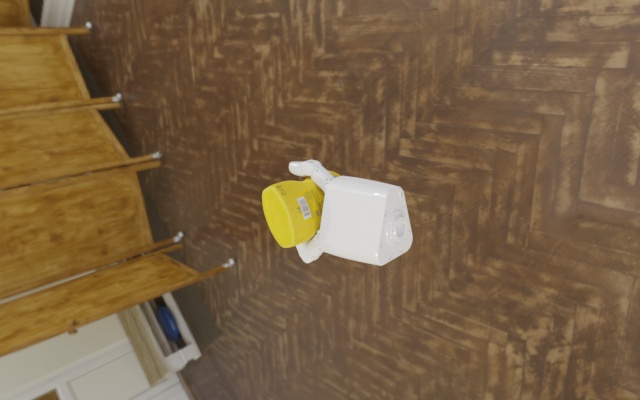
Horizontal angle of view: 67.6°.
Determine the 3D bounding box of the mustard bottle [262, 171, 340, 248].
[{"bbox_3d":[0.000,0.003,0.764,0.191,0.096,0.058,-20,-2,-44],"label":"mustard bottle"}]
